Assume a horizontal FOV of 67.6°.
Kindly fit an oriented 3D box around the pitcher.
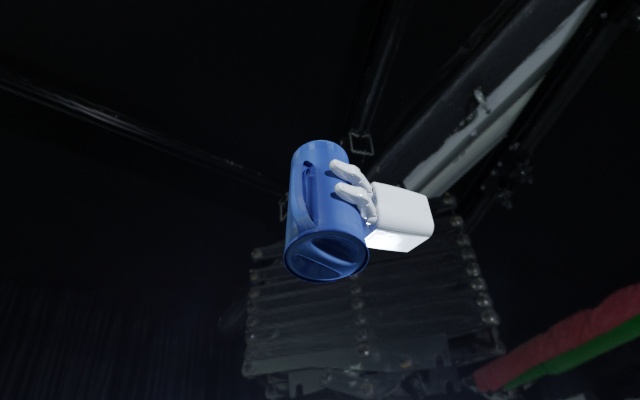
[{"bbox_3d":[0.000,0.003,0.812,0.145,0.242,0.149,12,-47,-16],"label":"pitcher"}]
